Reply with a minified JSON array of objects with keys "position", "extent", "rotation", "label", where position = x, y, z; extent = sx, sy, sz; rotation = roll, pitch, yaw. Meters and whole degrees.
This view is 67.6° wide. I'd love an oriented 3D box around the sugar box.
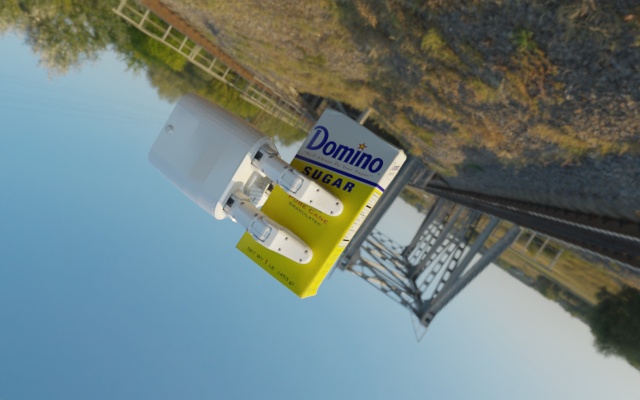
[{"position":[0.000,0.002,0.490],"extent":[0.093,0.176,0.048],"rotation":[34,7,17],"label":"sugar box"}]
